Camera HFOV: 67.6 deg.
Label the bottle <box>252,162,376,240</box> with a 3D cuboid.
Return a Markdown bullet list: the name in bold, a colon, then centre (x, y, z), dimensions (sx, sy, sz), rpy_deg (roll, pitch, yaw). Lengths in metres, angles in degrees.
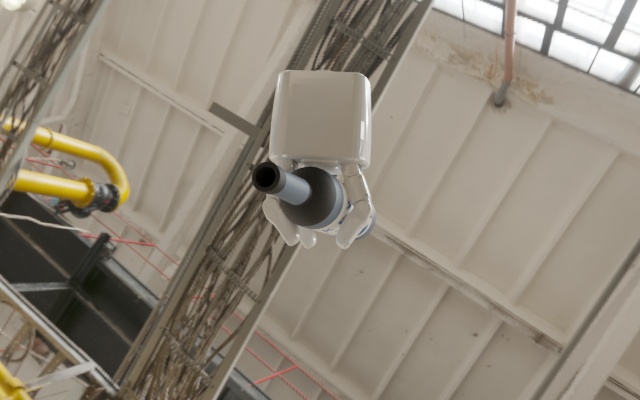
- **bottle**: centre (0.000, 0.002, 0.550), dimensions (0.069, 0.069, 0.296), rpy_deg (0, -9, 19)
